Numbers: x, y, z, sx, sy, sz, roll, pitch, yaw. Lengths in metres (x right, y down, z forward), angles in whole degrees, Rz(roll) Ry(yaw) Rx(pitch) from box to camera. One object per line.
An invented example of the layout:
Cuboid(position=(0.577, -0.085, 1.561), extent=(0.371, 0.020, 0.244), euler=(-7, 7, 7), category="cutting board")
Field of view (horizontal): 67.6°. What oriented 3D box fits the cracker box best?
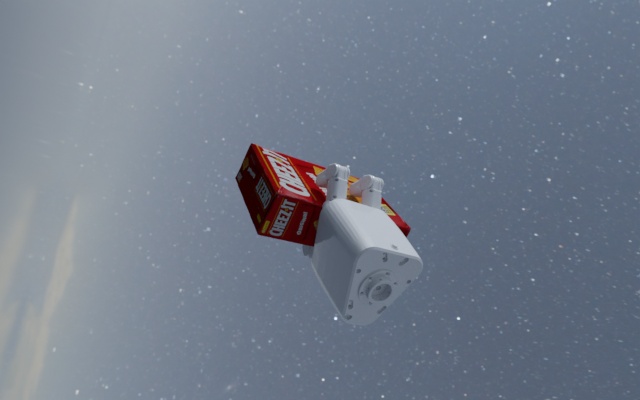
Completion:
Cuboid(position=(0.000, 0.002, 0.692), extent=(0.214, 0.072, 0.164), euler=(16, 21, -28), category="cracker box")
